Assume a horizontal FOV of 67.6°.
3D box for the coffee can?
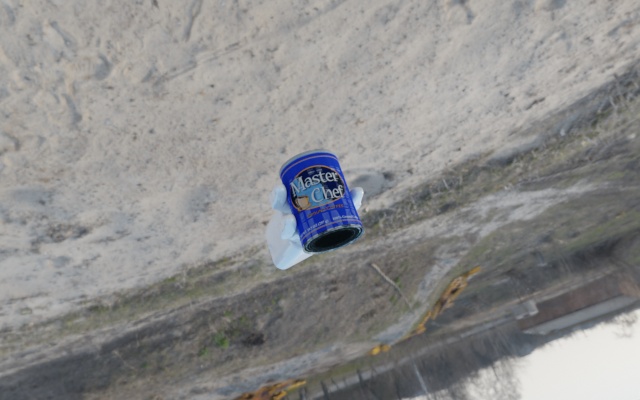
[{"bbox_3d":[0.000,0.002,0.774,0.103,0.140,0.103,-16,-23,-7],"label":"coffee can"}]
